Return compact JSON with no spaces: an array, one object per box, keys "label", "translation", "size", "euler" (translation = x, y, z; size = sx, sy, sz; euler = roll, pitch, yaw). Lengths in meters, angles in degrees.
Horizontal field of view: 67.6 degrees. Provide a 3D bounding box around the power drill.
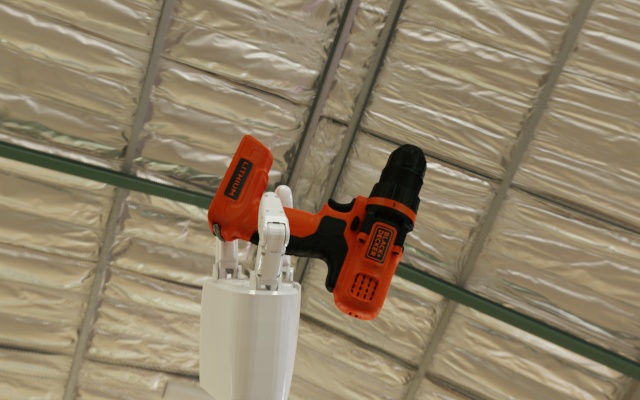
[{"label":"power drill","translation":[0.000,0.002,0.470],"size":[0.187,0.184,0.057],"euler":[20,-21,7]}]
